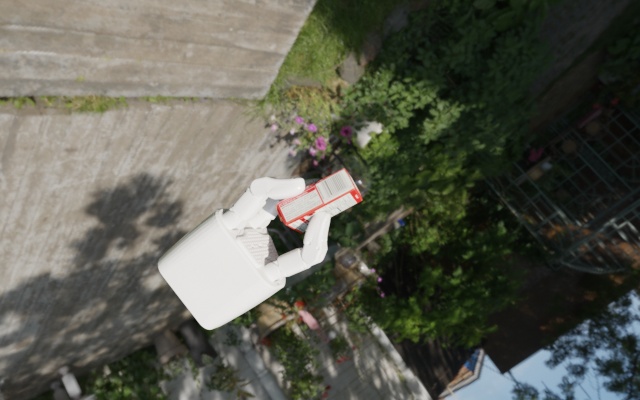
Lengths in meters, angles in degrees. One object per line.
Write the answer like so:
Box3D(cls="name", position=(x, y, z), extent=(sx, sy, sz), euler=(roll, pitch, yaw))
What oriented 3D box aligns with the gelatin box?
Box3D(cls="gelatin box", position=(0.001, 0.002, 0.550), extent=(0.089, 0.030, 0.073), euler=(-28, -14, 6))
